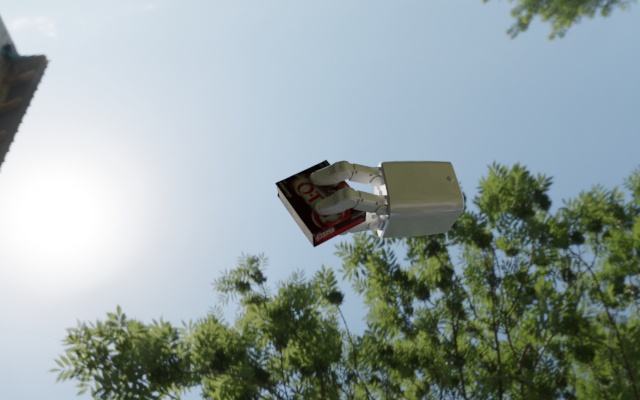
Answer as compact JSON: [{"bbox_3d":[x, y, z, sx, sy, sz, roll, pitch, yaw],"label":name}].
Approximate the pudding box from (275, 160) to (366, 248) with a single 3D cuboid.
[{"bbox_3d":[0.000,0.002,0.692,0.090,0.039,0.113,-26,53,-20],"label":"pudding box"}]
